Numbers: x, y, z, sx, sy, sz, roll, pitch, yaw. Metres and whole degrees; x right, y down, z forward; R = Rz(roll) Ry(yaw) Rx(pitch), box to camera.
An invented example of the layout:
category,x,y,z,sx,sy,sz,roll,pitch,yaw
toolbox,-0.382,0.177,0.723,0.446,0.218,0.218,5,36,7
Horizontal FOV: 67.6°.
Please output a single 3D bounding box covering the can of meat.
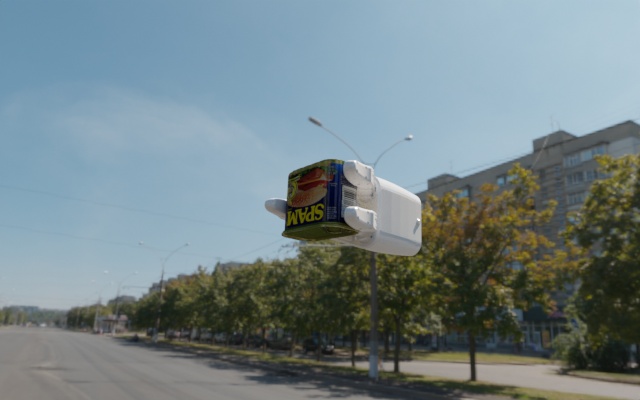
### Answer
category,x,y,z,sx,sy,sz,roll,pitch,yaw
can of meat,0.000,0.002,0.596,0.057,0.084,0.102,16,-20,-39
